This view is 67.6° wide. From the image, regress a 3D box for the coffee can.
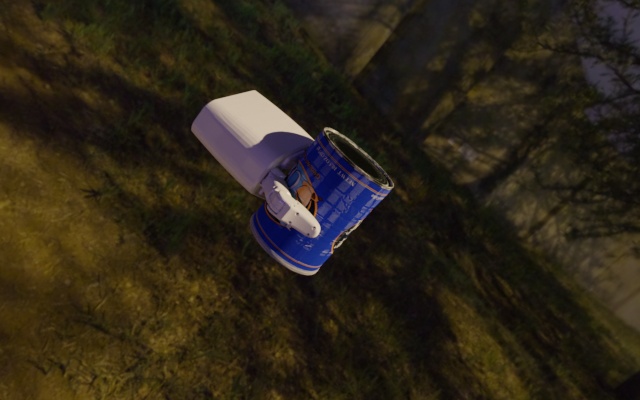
[{"bbox_3d":[0.000,0.002,0.554,0.103,0.140,0.102,37,18,-14],"label":"coffee can"}]
